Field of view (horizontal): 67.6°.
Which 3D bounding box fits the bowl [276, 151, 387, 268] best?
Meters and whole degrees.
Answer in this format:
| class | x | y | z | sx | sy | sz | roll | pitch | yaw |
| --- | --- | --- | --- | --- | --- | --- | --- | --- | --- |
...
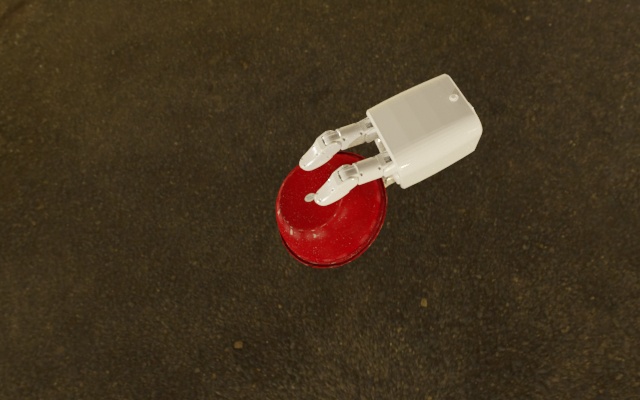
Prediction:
| class | x | y | z | sx | sy | sz | roll | pitch | yaw |
| --- | --- | --- | --- | --- | --- | --- | --- | --- | --- |
| bowl | -0.001 | 0.003 | 0.610 | 0.162 | 0.162 | 0.055 | 0 | -18 | 30 |
